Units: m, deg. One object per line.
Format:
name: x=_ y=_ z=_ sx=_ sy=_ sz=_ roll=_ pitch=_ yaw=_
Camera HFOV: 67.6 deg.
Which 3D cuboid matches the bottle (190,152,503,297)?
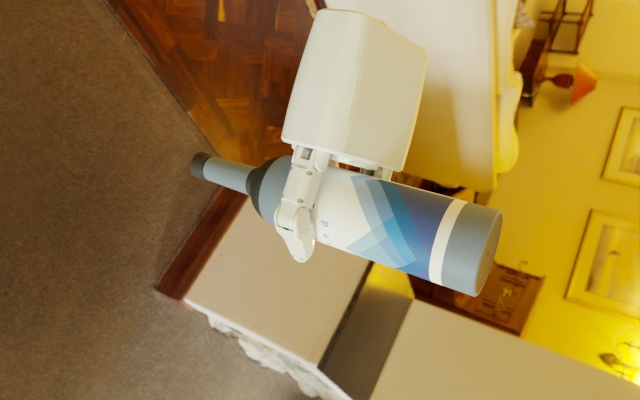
bottle: x=0.000 y=0.002 z=0.420 sx=0.295 sy=0.069 sz=0.069 roll=17 pitch=8 yaw=28
